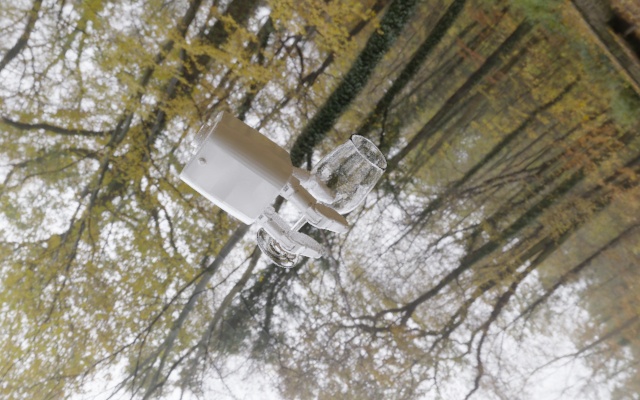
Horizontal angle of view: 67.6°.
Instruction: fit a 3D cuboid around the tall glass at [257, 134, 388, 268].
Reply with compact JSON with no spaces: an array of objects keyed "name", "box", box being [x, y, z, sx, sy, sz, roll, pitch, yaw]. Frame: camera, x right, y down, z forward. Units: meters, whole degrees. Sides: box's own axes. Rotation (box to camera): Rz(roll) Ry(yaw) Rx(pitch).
[{"name":"tall glass","box":[0.000,0.003,0.640,0.201,0.079,0.079,-46,-25,27]}]
